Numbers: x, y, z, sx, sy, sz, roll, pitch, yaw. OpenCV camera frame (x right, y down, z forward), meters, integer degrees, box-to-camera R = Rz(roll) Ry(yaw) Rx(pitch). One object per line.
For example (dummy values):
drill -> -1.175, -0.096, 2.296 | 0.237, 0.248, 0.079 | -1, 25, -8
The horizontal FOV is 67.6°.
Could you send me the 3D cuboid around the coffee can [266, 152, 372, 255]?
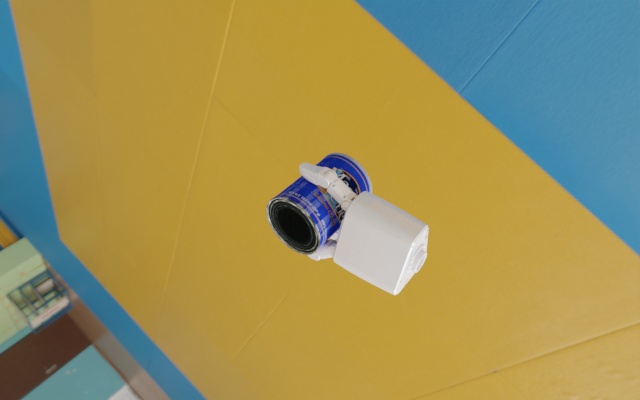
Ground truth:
coffee can -> 0.000, 0.002, 0.744 | 0.103, 0.103, 0.140 | 0, 32, 45
